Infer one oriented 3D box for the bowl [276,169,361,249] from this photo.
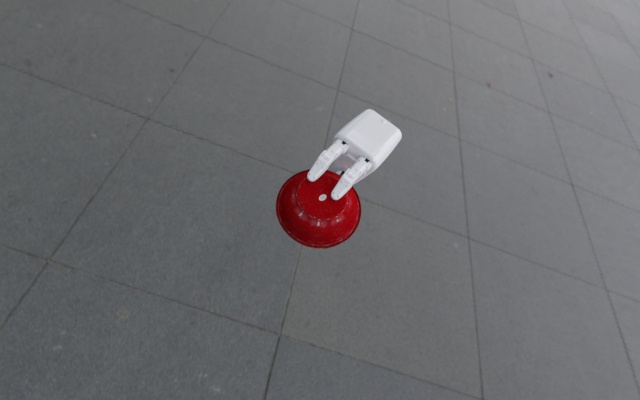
[{"bbox_3d":[0.000,0.004,0.869,0.162,0.162,0.055,0,-23,-8],"label":"bowl"}]
